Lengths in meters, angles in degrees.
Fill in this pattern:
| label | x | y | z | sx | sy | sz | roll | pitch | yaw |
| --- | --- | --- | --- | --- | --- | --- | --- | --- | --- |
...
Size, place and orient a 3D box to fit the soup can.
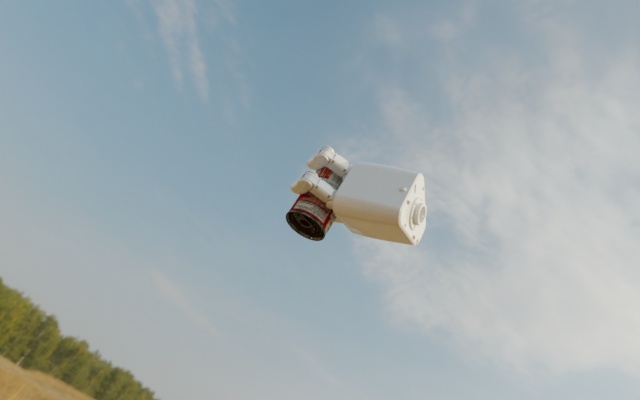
| label | x | y | z | sx | sy | sz | roll | pitch | yaw |
| --- | --- | --- | --- | --- | --- | --- | --- | --- | --- |
| soup can | 0.000 | 0.002 | 0.743 | 0.068 | 0.102 | 0.069 | 23 | -31 | 15 |
